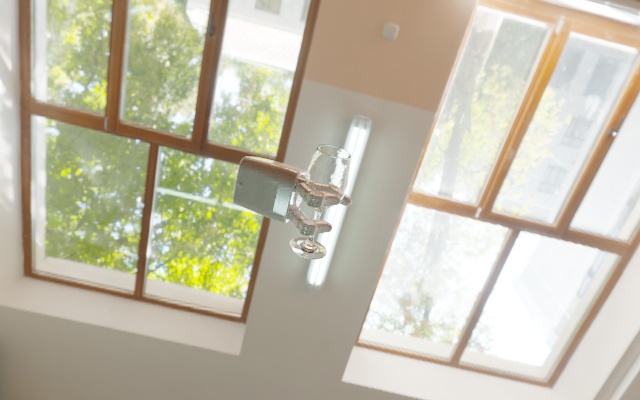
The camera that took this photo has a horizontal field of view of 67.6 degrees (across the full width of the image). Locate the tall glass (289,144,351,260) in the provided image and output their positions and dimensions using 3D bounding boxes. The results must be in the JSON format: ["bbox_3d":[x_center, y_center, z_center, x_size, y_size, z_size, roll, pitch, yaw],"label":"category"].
[{"bbox_3d":[0.000,0.003,0.860,0.079,0.201,0.079,13,24,-6],"label":"tall glass"}]
